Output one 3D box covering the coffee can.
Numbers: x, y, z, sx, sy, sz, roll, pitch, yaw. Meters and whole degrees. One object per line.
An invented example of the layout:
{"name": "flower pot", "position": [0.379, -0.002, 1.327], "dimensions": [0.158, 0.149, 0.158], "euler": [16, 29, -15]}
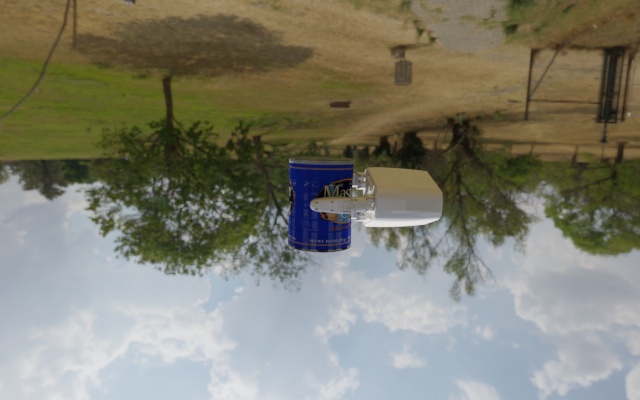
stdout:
{"name": "coffee can", "position": [0.000, 0.002, 0.761], "dimensions": [0.103, 0.140, 0.103], "euler": [2, 8, 0]}
